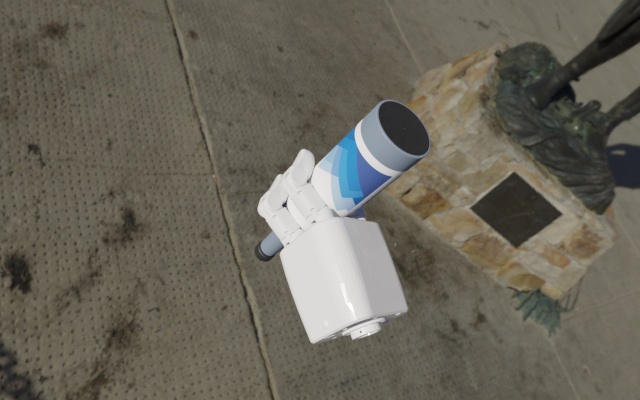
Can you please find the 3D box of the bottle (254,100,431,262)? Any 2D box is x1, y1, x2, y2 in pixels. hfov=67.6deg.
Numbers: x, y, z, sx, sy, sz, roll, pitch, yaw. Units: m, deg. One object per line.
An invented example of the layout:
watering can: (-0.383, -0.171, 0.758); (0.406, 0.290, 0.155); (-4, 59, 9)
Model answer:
bottle: (0.000, 0.002, 0.549); (0.069, 0.069, 0.296); (0, -28, -37)
